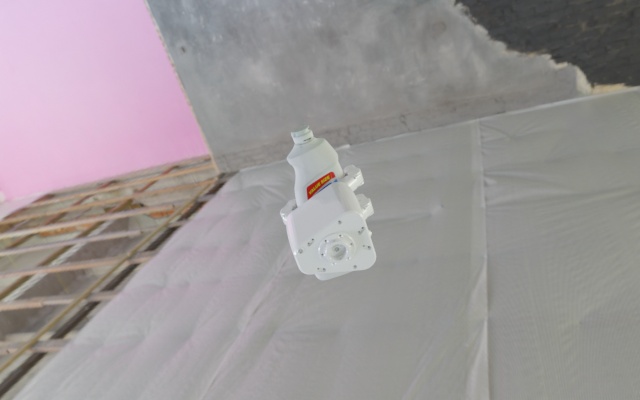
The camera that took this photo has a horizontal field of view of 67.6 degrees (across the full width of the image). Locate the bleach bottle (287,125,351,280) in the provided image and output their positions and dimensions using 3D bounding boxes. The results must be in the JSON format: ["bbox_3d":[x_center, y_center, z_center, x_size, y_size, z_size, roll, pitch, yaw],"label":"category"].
[{"bbox_3d":[0.000,0.003,0.774,0.102,0.251,0.068,-20,23,1],"label":"bleach bottle"}]
